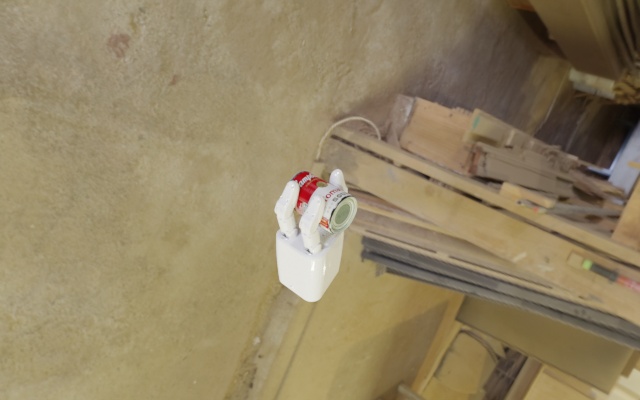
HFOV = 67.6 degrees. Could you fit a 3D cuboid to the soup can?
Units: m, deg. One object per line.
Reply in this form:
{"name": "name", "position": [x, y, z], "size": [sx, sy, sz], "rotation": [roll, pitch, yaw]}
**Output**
{"name": "soup can", "position": [0.000, 0.002, 0.770], "size": [0.102, 0.068, 0.068], "rotation": [30, 17, 33]}
